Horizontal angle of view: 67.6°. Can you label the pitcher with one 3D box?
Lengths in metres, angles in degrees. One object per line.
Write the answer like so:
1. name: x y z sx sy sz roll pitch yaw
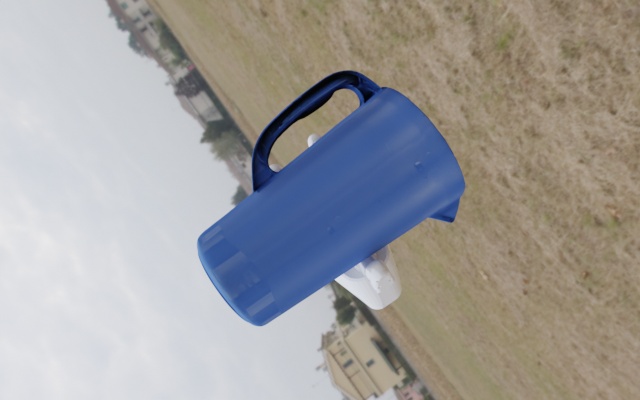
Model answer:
1. pitcher: 0.000 0.002 0.466 0.243 0.149 0.145 -36 -37 -3
